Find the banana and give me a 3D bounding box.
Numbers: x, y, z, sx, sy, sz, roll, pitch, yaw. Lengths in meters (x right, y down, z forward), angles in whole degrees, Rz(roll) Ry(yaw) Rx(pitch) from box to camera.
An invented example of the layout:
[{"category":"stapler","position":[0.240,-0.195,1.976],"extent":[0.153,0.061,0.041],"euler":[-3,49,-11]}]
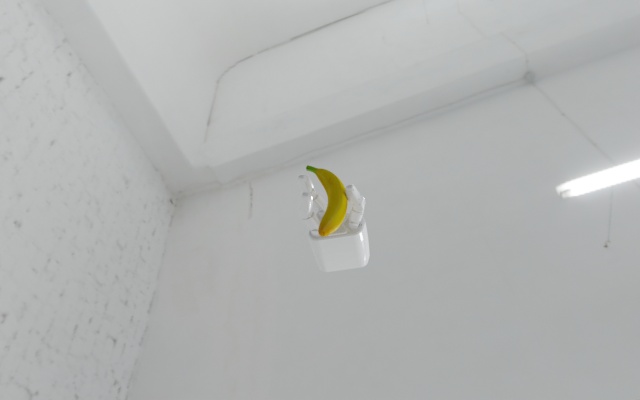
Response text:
[{"category":"banana","position":[0.018,-0.002,0.903],"extent":[0.069,0.037,0.197],"euler":[-8,40,-4]}]
